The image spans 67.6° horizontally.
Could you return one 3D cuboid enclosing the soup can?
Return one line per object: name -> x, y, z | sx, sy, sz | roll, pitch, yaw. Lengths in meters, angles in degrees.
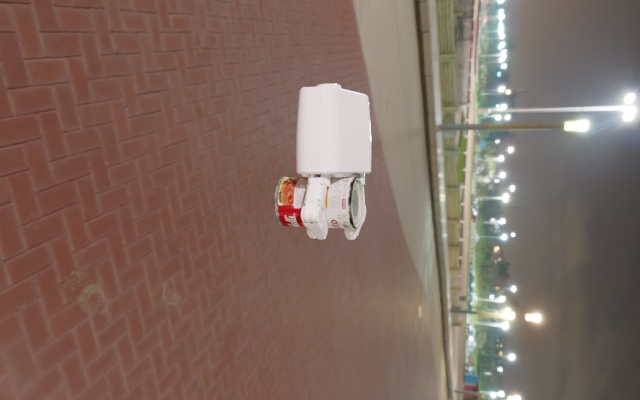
soup can -> 0.000, 0.003, 0.627 | 0.102, 0.068, 0.068 | 1, 0, 18
